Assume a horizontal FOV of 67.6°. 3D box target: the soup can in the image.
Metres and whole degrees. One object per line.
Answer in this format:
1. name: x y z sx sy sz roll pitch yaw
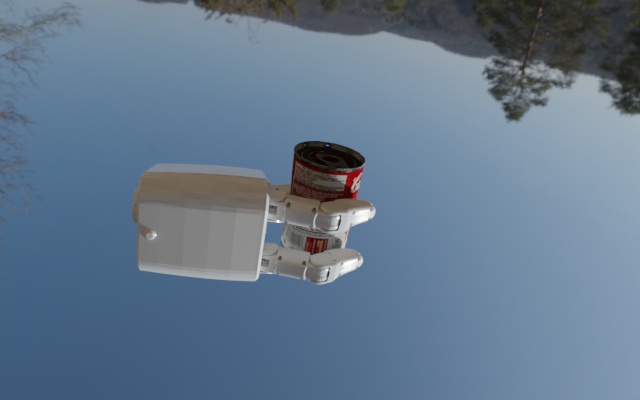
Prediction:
1. soup can: 0.000 0.002 0.467 0.068 0.102 0.068 9 25 -4
